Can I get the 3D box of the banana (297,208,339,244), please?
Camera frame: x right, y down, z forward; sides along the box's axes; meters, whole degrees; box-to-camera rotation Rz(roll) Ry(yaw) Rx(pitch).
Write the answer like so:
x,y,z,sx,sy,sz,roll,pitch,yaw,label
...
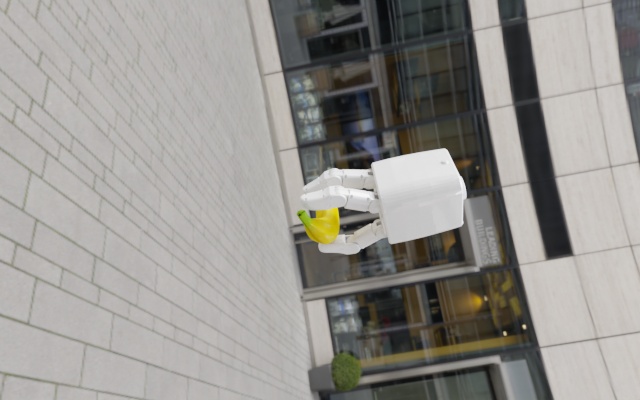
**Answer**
x,y,z,sx,sy,sz,roll,pitch,yaw,label
0.005,0.021,0.701,0.037,0.069,0.197,-15,11,9,banana
